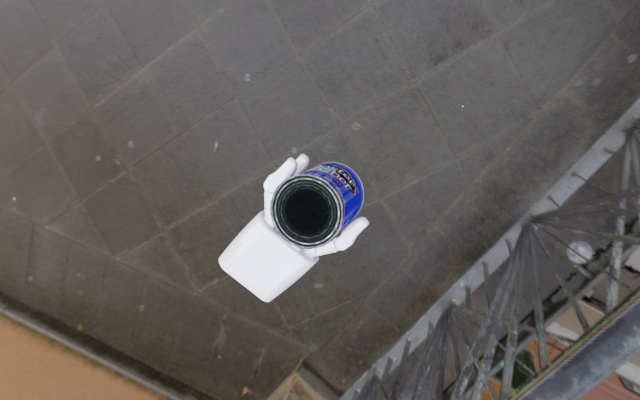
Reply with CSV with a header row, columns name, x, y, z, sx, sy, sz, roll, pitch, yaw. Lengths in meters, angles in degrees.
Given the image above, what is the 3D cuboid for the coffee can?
name,x,y,z,sx,sy,sz,roll,pitch,yaw
coffee can,0.000,0.002,0.695,0.103,0.103,0.140,0,11,17
